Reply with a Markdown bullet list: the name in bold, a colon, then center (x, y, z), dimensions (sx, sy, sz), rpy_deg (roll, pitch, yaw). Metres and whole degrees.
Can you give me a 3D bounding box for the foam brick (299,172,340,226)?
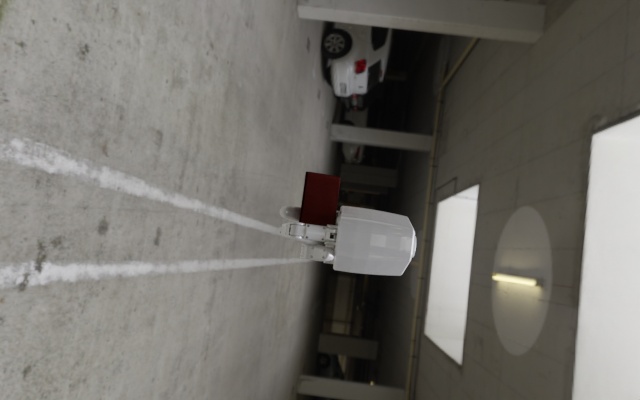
- **foam brick**: center (0.000, 0.002, 0.705), dimensions (0.051, 0.078, 0.053), rpy_deg (7, -6, 4)
